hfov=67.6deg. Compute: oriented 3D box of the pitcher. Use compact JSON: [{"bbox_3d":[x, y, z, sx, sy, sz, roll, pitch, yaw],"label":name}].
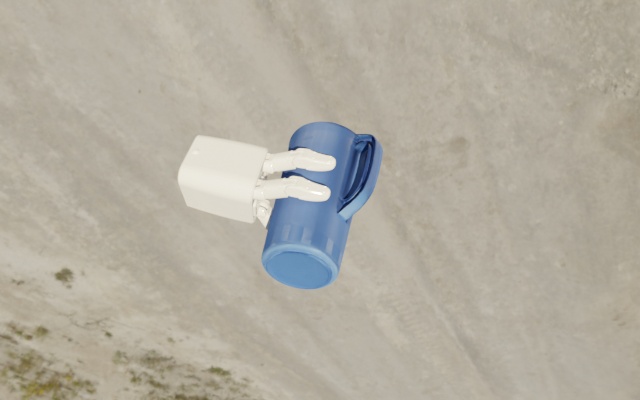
[{"bbox_3d":[0.000,0.002,0.712,0.145,0.242,0.149,14,-40,-1],"label":"pitcher"}]
